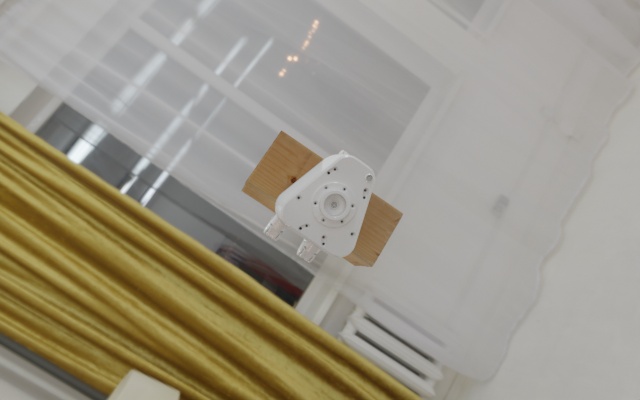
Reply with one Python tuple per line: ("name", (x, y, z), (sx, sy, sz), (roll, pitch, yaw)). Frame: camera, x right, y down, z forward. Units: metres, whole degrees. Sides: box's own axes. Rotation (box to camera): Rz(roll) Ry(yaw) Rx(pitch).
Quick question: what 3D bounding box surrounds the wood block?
("wood block", (0.000, 0.002, 0.688), (0.206, 0.091, 0.090), (34, -13, -7))
